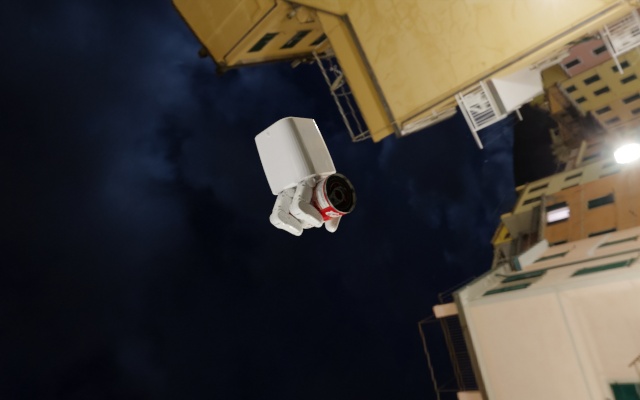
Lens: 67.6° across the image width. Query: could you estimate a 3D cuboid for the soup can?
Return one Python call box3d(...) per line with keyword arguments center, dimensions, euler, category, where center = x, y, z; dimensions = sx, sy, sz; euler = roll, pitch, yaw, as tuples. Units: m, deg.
box3d(center=(0.000, 0.003, 0.801), dimensions=(0.068, 0.068, 0.102), euler=(0, -17, -44), category="soup can")
